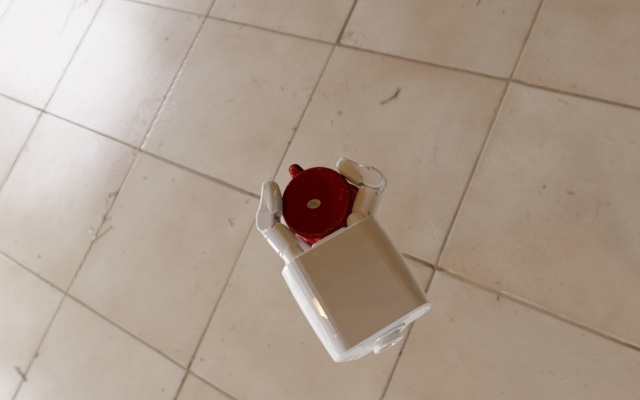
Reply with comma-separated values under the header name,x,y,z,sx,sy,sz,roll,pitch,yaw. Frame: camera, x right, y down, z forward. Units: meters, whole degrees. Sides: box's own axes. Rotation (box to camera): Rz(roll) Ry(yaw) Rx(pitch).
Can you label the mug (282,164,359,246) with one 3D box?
name,x,y,z,sx,sy,sz,roll,pitch,yaw
mug,-0.001,0.001,0.554,0.093,0.117,0.081,-37,-24,6
